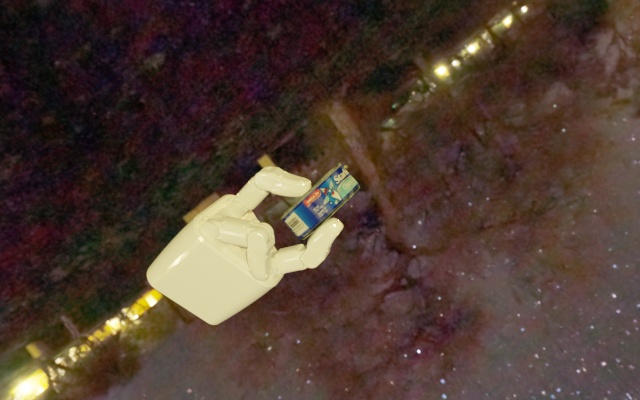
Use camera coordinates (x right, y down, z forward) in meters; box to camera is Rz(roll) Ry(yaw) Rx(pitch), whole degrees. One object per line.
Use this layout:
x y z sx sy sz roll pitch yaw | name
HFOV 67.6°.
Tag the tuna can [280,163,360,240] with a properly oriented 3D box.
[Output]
0.001 0.002 0.498 0.086 0.034 0.086 -43 0 0 | tuna can
